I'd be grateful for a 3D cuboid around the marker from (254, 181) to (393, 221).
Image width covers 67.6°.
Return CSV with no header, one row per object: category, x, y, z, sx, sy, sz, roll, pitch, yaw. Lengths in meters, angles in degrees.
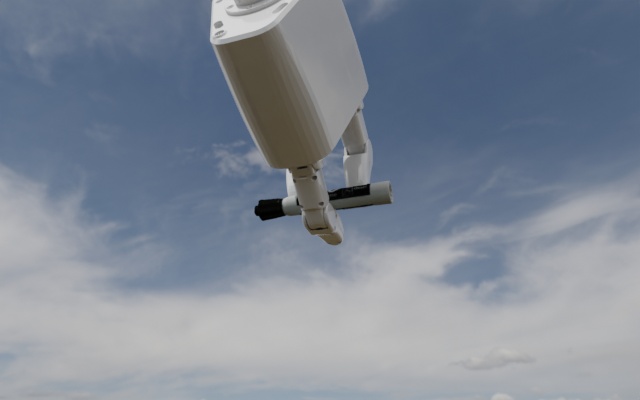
marker,0.000,0.001,0.404,0.121,0.020,0.020,-8,-2,17
